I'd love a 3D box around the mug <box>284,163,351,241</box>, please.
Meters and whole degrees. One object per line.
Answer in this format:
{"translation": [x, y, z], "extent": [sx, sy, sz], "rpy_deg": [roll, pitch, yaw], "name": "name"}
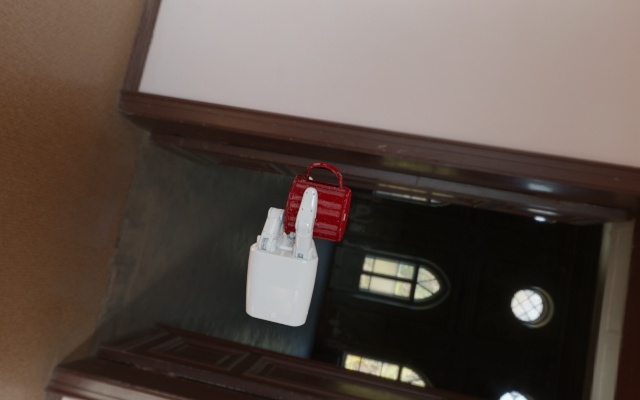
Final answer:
{"translation": [0.001, 0.001, 0.700], "extent": [0.081, 0.117, 0.093], "rpy_deg": [12, 16, 8], "name": "mug"}
